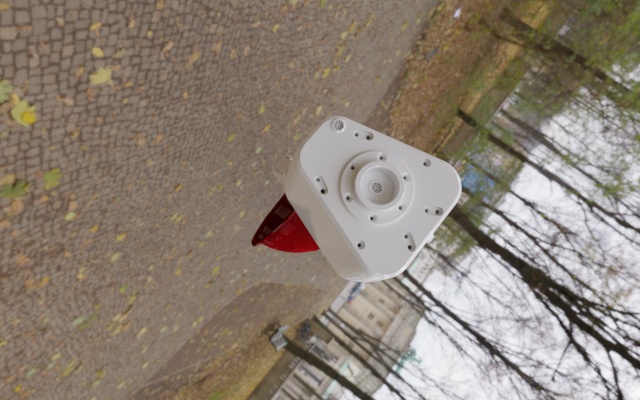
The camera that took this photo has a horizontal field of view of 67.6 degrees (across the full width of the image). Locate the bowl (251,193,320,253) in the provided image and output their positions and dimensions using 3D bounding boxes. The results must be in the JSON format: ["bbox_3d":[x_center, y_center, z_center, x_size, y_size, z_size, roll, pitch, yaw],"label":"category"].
[{"bbox_3d":[0.000,0.002,0.505,0.055,0.162,0.162,42,-9,-10],"label":"bowl"}]
